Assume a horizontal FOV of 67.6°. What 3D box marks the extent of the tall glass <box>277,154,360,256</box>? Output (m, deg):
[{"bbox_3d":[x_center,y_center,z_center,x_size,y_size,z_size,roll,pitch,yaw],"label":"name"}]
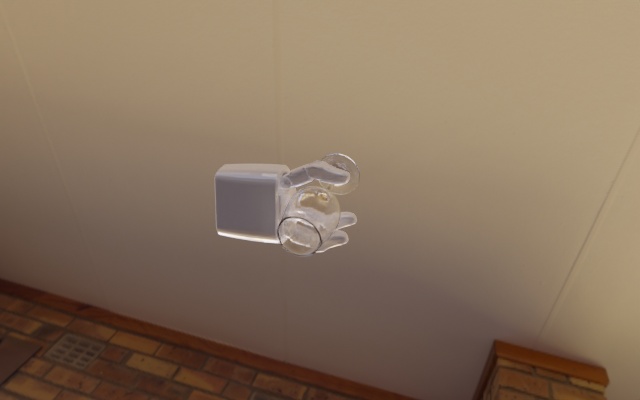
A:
[{"bbox_3d":[0.000,0.002,0.711,0.079,0.079,0.201,0,28,19],"label":"tall glass"}]
